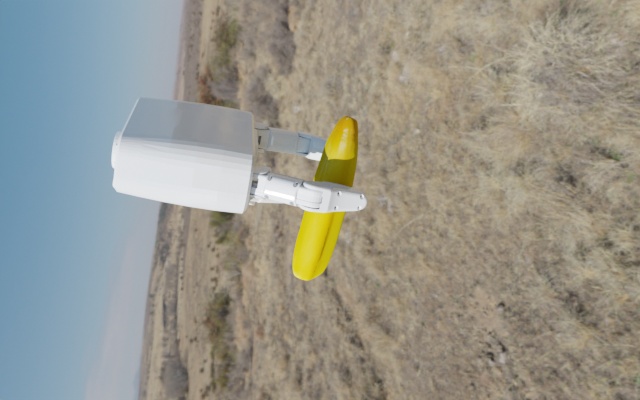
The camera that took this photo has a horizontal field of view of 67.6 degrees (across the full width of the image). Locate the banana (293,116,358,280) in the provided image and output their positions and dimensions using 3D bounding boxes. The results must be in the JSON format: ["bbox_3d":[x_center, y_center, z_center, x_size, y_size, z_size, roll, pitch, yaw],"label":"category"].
[{"bbox_3d":[0.000,0.016,0.462,0.037,0.198,0.069,9,39,-10],"label":"banana"}]
